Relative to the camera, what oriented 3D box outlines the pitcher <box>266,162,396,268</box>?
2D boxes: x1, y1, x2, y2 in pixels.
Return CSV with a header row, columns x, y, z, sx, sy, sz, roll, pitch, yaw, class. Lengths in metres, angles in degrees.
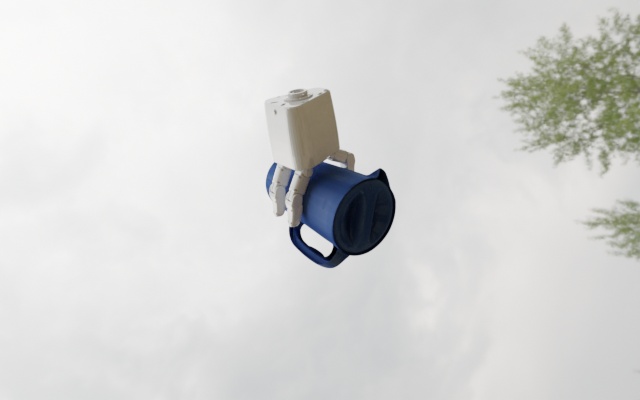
x,y,z,sx,sy,sz,roll,pitch,yaw,class
0.000,0.003,0.847,0.149,0.145,0.242,-25,31,-28,pitcher
